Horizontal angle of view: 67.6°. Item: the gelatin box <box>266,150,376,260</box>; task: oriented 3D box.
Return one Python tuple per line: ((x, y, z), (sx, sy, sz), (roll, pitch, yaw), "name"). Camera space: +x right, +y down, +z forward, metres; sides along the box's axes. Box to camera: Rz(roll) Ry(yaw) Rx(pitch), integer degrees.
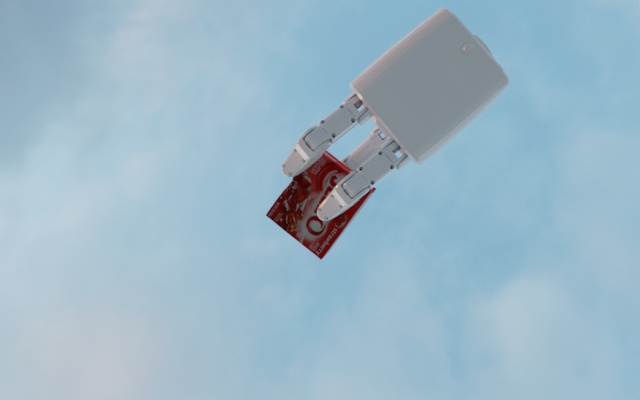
((0.000, 0.002, 0.478), (0.073, 0.089, 0.030), (38, 14, 8), "gelatin box")
